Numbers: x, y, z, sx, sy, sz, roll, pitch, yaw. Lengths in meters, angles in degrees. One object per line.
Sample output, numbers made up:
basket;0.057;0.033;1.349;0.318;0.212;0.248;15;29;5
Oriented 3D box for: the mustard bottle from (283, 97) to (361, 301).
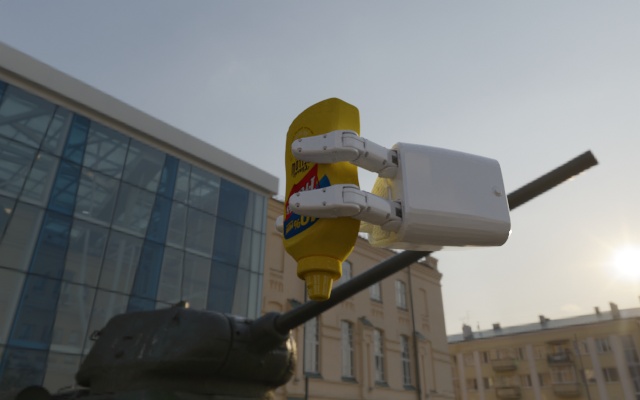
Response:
mustard bottle;0.000;0.001;0.463;0.058;0.191;0.096;19;-32;-33
